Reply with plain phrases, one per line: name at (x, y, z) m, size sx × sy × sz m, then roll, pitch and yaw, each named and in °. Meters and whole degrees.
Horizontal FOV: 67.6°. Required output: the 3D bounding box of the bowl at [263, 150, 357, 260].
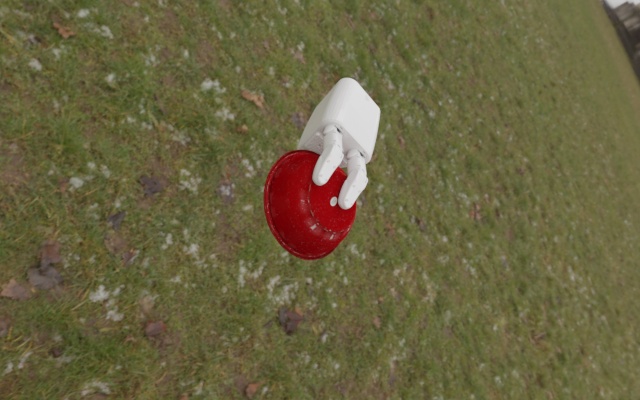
bowl at (0.000, 0.003, 0.673) m, size 0.162 × 0.162 × 0.055 m, roll 0°, pitch -7°, yaw -42°
